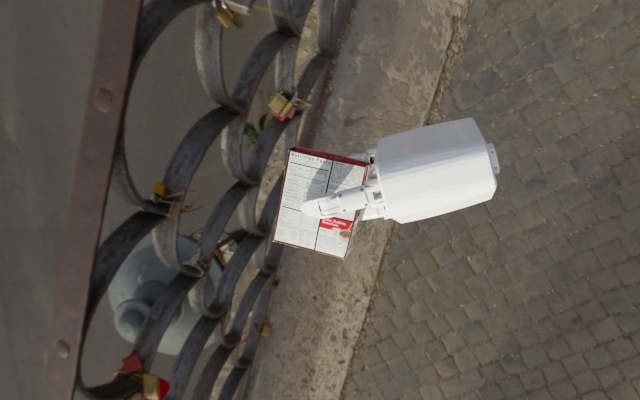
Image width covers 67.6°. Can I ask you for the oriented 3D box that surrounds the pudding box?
[{"bbox_3d":[0.000,0.002,0.542,0.090,0.113,0.039,14,12,9],"label":"pudding box"}]
